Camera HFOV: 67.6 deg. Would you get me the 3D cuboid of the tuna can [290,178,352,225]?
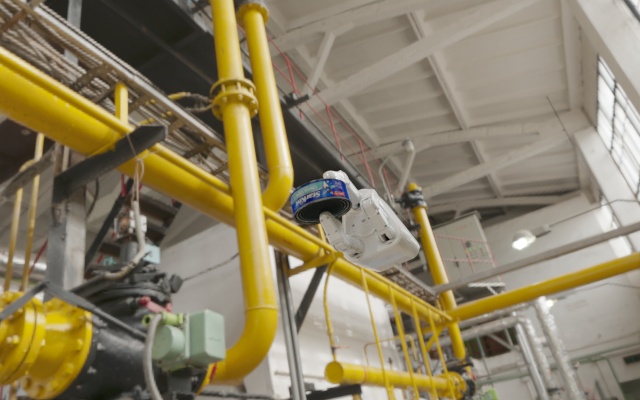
[{"bbox_3d":[0.000,0.002,0.683,0.086,0.033,0.086,-12,-23,-5],"label":"tuna can"}]
